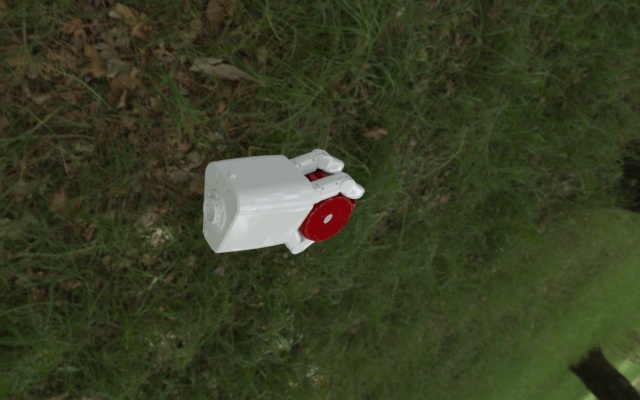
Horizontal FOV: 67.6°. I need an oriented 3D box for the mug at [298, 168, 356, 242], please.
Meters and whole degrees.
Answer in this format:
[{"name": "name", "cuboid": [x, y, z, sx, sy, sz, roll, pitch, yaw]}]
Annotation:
[{"name": "mug", "cuboid": [0.001, 0.002, 0.683, 0.117, 0.093, 0.081, -8, 41, -36]}]
